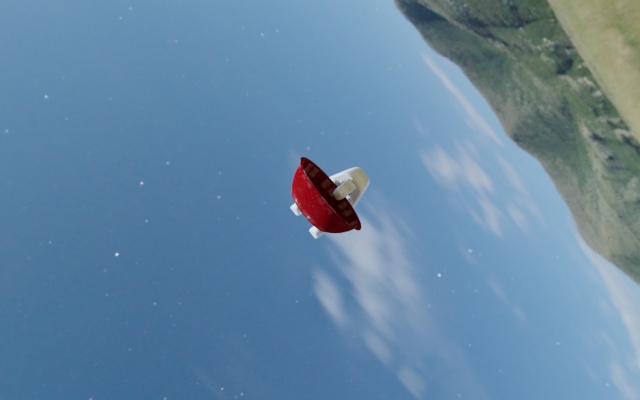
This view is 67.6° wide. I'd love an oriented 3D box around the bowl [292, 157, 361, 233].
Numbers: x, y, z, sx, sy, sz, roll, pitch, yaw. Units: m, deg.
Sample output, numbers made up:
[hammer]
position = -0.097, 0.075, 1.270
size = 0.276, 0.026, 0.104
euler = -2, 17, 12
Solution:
[bowl]
position = -0.001, 0.003, 0.829
size = 0.055, 0.162, 0.162
euler = -39, -10, 12
